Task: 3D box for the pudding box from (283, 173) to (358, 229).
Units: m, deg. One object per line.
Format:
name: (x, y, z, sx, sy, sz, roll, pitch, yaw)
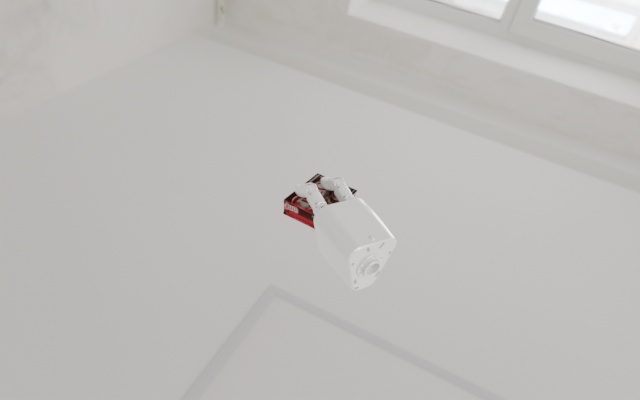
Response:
pudding box: (0.000, 0.003, 0.864, 0.090, 0.039, 0.113, 25, 39, 22)
